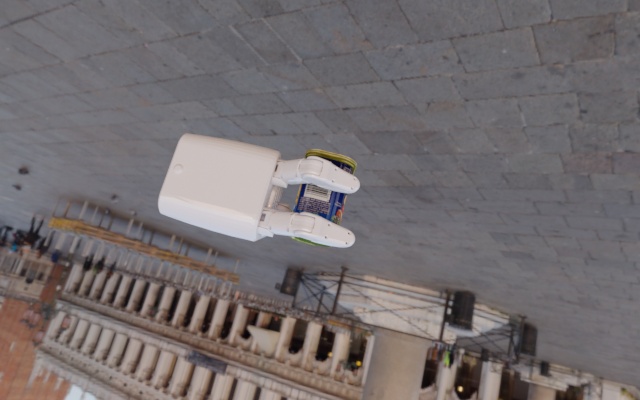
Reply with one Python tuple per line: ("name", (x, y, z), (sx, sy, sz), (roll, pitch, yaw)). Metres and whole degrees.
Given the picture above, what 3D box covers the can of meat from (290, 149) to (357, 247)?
("can of meat", (0.000, 0.002, 0.534), (0.057, 0.084, 0.102), (14, -15, 1))
